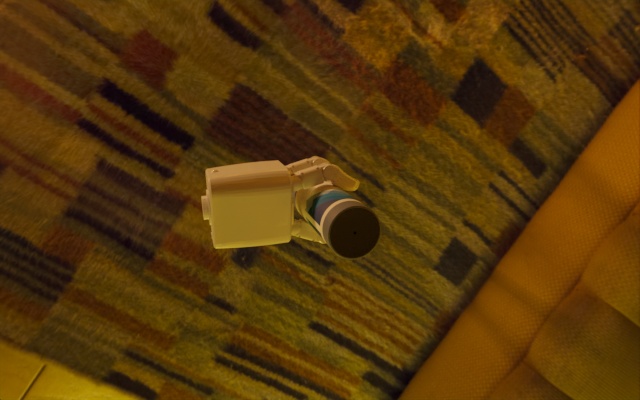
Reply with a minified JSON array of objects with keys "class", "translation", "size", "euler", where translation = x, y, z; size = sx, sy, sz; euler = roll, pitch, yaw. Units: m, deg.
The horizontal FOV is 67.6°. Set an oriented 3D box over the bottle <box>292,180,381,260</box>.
[{"class":"bottle","translation":[0.000,0.002,0.693],"size":[0.069,0.069,0.295],"euler":[0,14,-17]}]
